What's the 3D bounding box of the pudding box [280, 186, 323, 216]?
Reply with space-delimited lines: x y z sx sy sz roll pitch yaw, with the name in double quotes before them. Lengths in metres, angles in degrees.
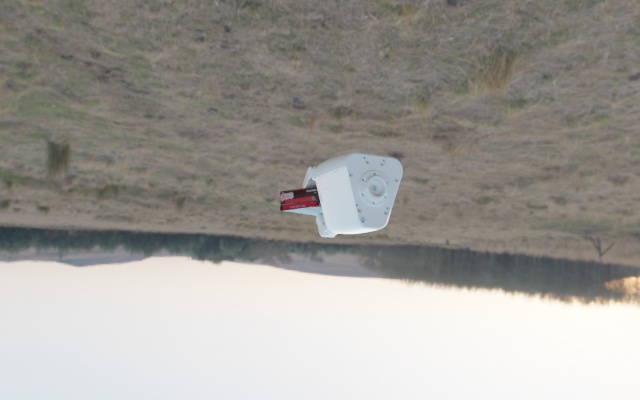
"pudding box" 0.000 0.003 0.816 0.090 0.039 0.113 -6 -12 40
